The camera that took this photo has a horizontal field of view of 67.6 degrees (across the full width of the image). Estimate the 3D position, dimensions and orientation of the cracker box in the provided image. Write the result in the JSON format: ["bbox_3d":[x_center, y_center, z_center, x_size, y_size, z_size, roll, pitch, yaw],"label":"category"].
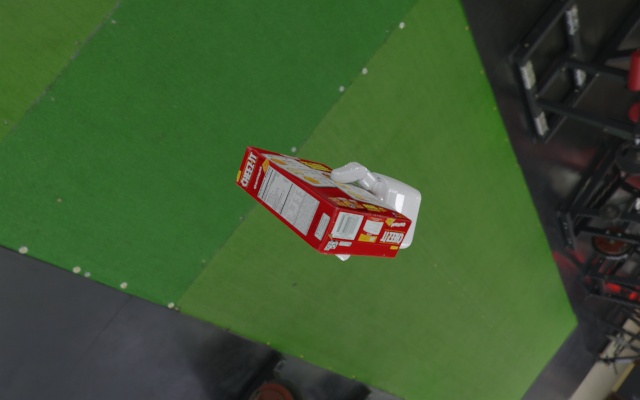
[{"bbox_3d":[0.000,0.002,0.698,0.164,0.072,0.213,10,18,-45],"label":"cracker box"}]
